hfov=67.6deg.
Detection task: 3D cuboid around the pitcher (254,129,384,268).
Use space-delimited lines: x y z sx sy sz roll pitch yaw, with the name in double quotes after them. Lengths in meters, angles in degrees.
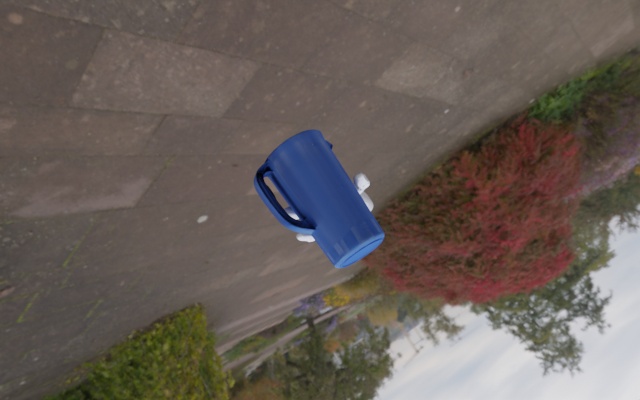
0.000 0.003 0.878 0.149 0.242 0.145 -37 -17 11 "pitcher"
